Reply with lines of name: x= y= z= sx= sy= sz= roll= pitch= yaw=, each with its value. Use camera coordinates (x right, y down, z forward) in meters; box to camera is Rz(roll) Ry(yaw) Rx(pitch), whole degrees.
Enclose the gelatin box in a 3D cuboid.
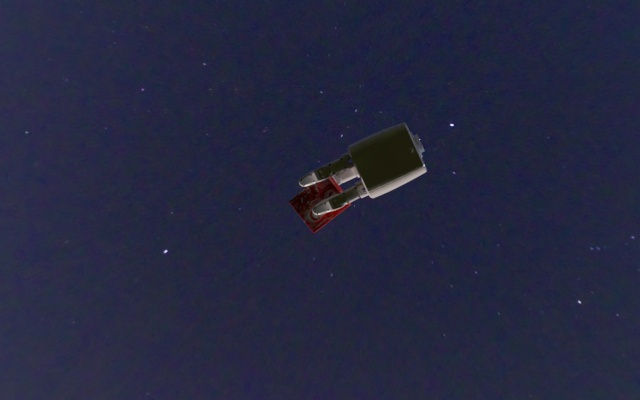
gelatin box: x=0.000 y=0.003 z=0.854 sx=0.089 sy=0.073 sz=0.030 roll=-38 pitch=4 yaw=19
